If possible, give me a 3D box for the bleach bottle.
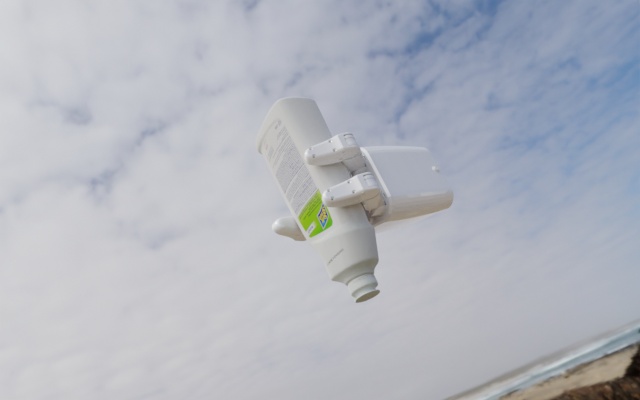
[{"bbox_3d":[0.000,0.002,0.554,0.068,0.250,0.103,-7,-31,-31],"label":"bleach bottle"}]
